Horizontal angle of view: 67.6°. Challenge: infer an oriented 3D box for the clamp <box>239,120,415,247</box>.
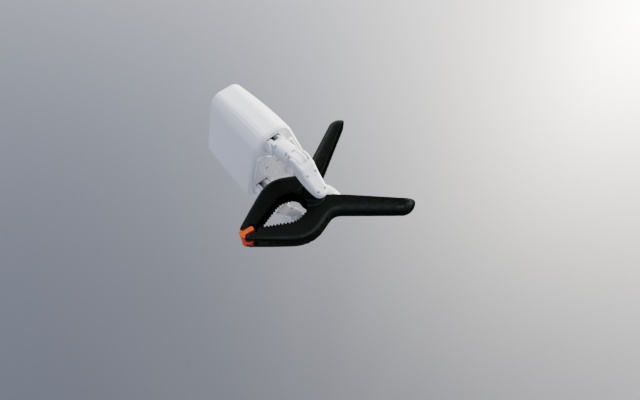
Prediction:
[{"bbox_3d":[0.000,0.002,0.588,0.210,0.164,0.036,-37,-25,-19],"label":"clamp"}]
